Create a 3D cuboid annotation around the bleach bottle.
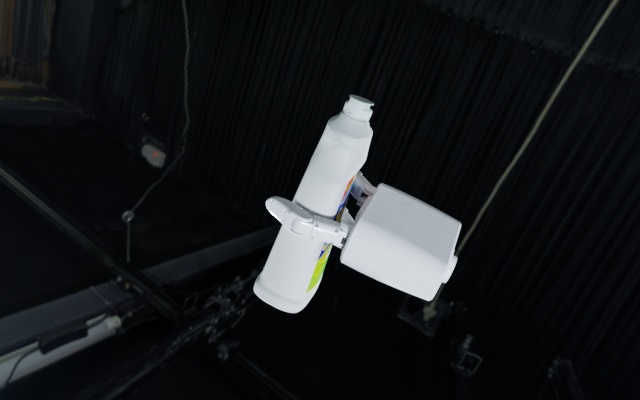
[{"bbox_3d":[0.000,0.002,0.554,0.068,0.251,0.102,25,22,11],"label":"bleach bottle"}]
